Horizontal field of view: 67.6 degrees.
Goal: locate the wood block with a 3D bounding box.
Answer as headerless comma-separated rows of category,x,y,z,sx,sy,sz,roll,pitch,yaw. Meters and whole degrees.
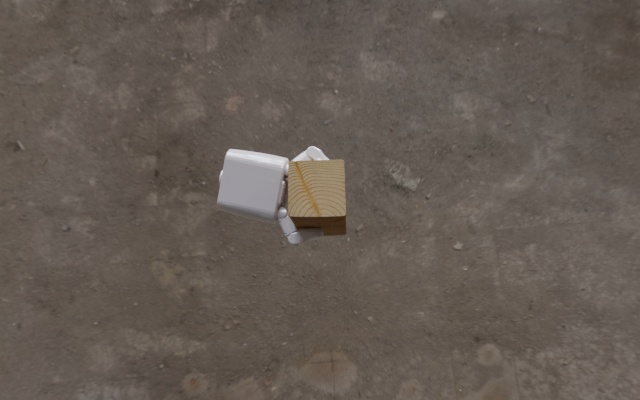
wood block,0.000,0.003,0.828,0.090,0.090,0.206,-1,-12,3
